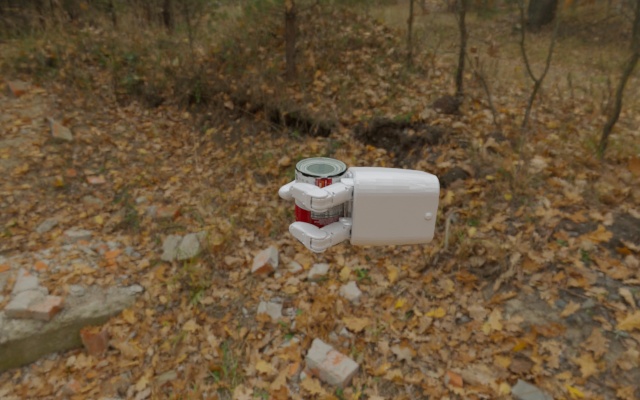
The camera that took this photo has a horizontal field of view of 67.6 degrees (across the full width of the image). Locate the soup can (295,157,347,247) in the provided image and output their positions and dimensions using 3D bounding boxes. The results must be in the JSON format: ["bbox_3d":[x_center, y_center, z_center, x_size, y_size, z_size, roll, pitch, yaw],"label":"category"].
[{"bbox_3d":[0.000,0.002,0.630,0.068,0.102,0.068,1,25,-1],"label":"soup can"}]
